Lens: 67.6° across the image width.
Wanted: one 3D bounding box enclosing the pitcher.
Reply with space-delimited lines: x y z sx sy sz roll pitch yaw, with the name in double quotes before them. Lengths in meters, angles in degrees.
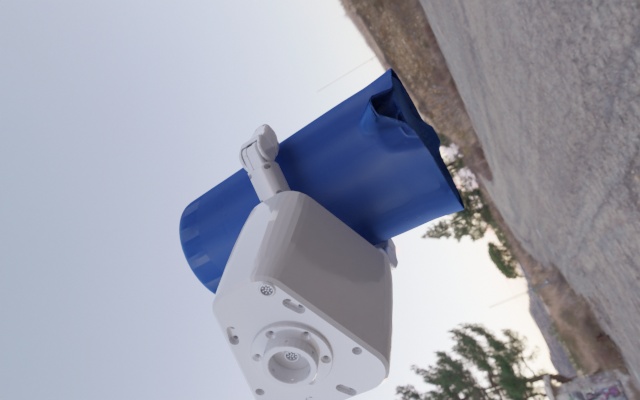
"pitcher" 0.000 0.001 0.446 0.243 0.149 0.145 -28 20 18
